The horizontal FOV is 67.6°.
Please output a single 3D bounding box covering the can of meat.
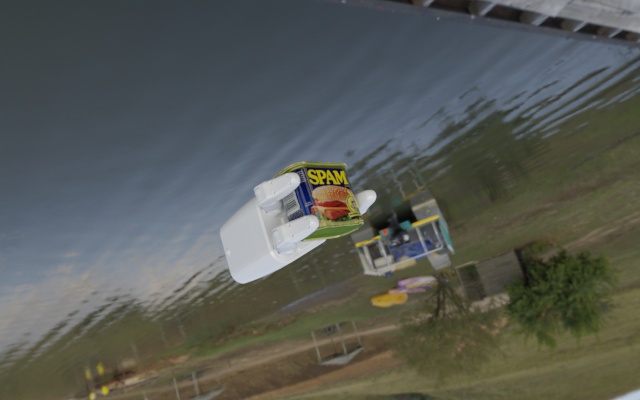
[{"bbox_3d":[0.000,0.002,0.593,0.102,0.084,0.057,-2,-22,-47],"label":"can of meat"}]
